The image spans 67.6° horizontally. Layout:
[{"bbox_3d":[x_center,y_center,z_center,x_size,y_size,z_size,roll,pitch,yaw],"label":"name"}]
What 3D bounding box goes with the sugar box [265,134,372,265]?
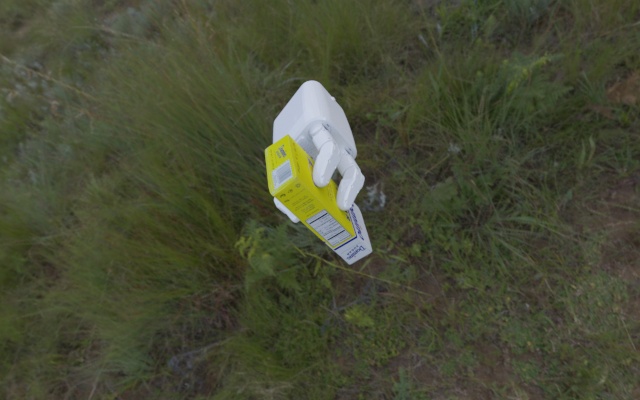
[{"bbox_3d":[0.000,0.002,0.632,0.048,0.093,0.176,-34,-50,19],"label":"sugar box"}]
